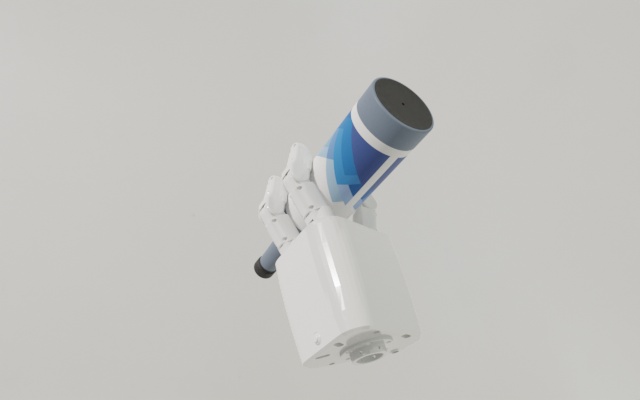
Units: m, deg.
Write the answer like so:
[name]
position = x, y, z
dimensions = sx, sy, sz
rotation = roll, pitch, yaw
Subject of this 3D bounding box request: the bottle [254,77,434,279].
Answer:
[bottle]
position = 0.000, 0.001, 0.509
dimensions = 0.069, 0.069, 0.296
rotation = 0, -36, -37
